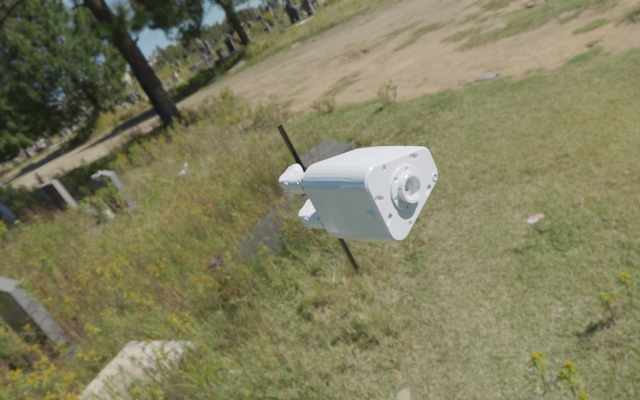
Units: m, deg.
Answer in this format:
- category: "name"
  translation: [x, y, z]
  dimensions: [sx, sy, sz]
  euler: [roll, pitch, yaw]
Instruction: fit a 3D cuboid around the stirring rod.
- category: "stirring rod"
  translation: [0.000, 0.002, 0.664]
  dimensions: [0.011, 0.240, 0.011]
  euler: [-24, 22, 10]
